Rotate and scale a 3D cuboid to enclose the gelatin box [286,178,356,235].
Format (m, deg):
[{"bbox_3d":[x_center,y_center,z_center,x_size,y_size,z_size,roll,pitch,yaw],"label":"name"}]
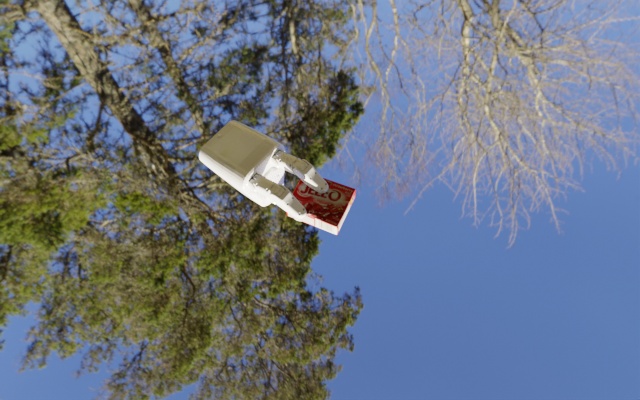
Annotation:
[{"bbox_3d":[0.000,0.003,0.737,0.089,0.073,0.030,21,-28,13],"label":"gelatin box"}]
